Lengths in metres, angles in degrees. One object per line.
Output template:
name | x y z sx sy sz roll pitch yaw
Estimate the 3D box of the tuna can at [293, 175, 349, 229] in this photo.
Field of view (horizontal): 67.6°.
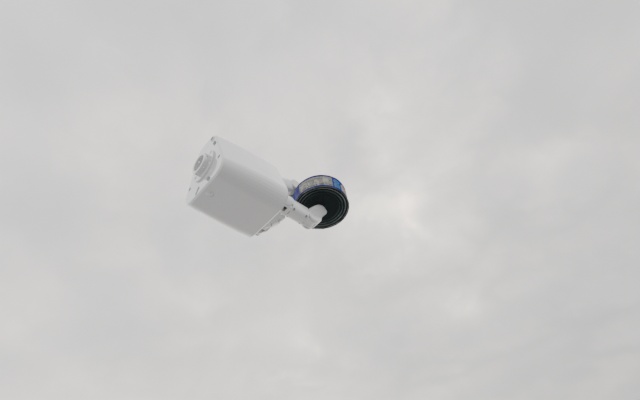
tuna can | 0.000 0.002 0.745 0.086 0.086 0.033 0 39 -8
